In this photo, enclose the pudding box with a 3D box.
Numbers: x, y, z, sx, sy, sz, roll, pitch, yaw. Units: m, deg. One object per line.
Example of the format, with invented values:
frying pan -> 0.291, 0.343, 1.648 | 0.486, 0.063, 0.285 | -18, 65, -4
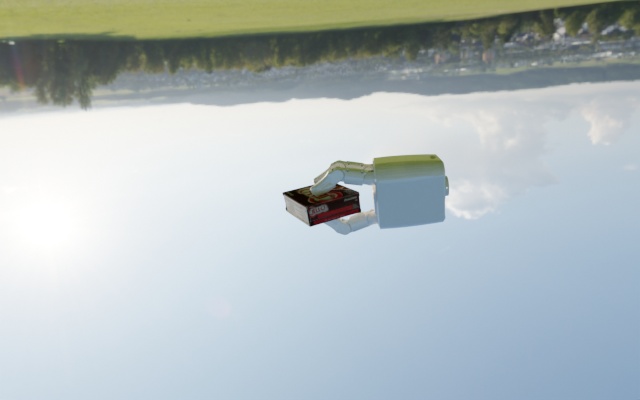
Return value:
pudding box -> 0.000, 0.003, 0.765 | 0.090, 0.039, 0.113 | -14, 15, -21
